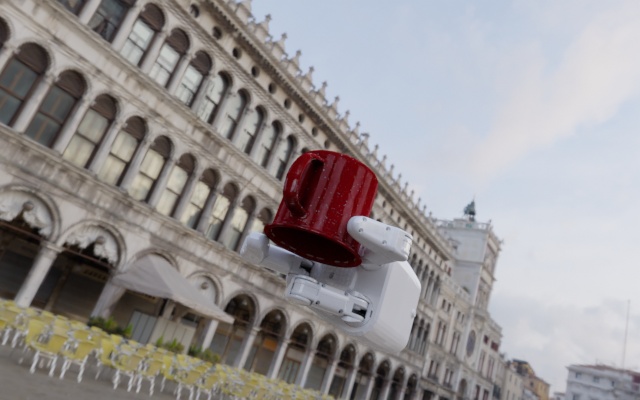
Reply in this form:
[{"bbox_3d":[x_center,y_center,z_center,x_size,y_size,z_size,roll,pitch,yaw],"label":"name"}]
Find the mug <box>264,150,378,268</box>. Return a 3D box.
[{"bbox_3d":[-0.001,0.001,0.432,0.093,0.081,0.117,7,-24,31],"label":"mug"}]
